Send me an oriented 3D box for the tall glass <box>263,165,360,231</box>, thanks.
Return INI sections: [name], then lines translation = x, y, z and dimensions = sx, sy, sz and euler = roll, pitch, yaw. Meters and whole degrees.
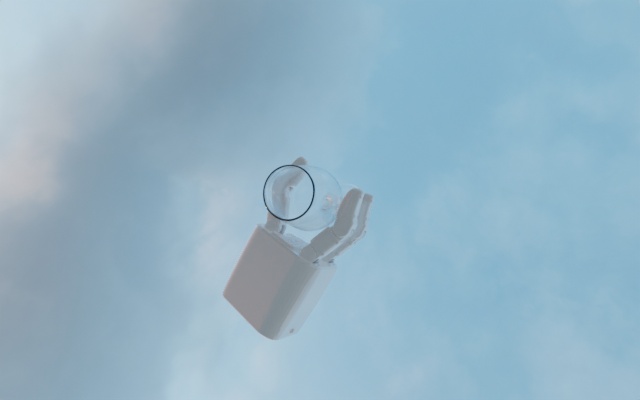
[tall glass]
translation = 0.000, 0.002, 0.606
dimensions = 0.079, 0.079, 0.201
euler = 0, -6, 21
